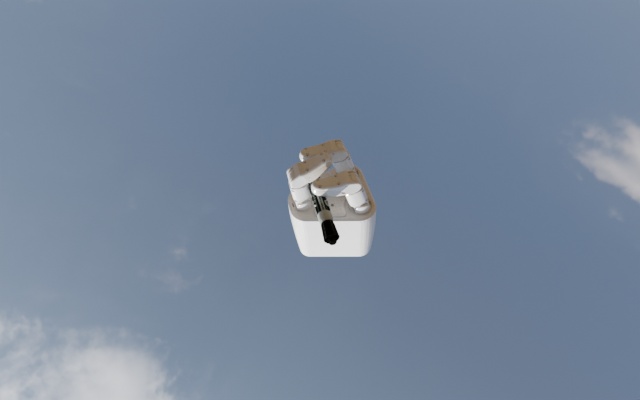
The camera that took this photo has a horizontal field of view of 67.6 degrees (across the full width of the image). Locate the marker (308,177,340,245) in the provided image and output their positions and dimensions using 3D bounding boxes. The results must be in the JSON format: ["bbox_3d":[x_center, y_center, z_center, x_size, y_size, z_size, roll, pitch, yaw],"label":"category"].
[{"bbox_3d":[0.000,0.002,0.579,0.020,0.121,0.020,-11,-36,-8],"label":"marker"}]
